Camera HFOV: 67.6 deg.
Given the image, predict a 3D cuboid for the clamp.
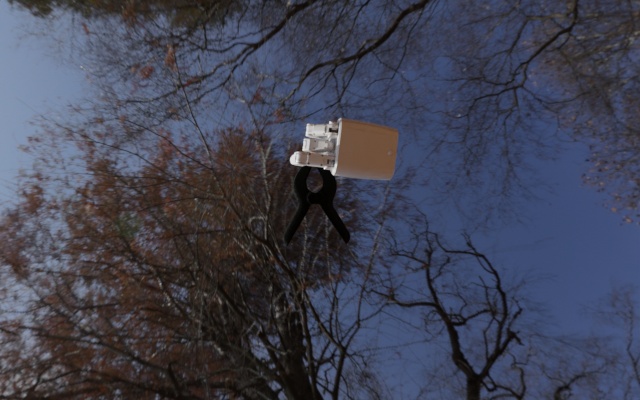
[{"bbox_3d":[0.000,0.003,0.858,0.120,0.171,0.039,7,2,-7],"label":"clamp"}]
